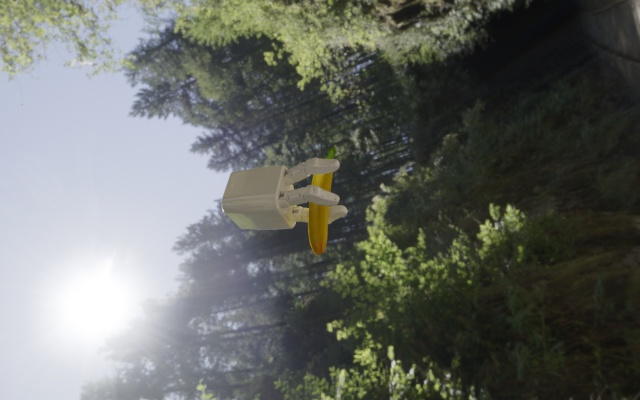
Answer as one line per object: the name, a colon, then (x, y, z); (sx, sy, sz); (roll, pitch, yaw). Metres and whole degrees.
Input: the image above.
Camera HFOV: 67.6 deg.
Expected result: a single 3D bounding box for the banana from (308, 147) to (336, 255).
banana: (-0.001, 0.006, 0.847); (0.037, 0.197, 0.070); (7, -19, -3)
